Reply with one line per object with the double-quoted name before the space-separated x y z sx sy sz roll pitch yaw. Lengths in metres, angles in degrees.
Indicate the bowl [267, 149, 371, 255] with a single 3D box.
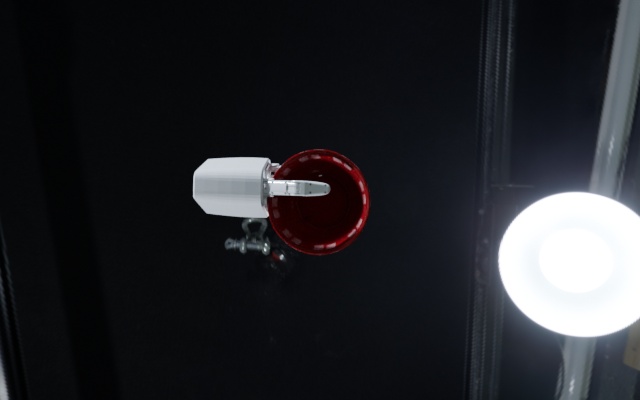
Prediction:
"bowl" 0.001 0.003 0.754 0.162 0.162 0.055 0 0 10
